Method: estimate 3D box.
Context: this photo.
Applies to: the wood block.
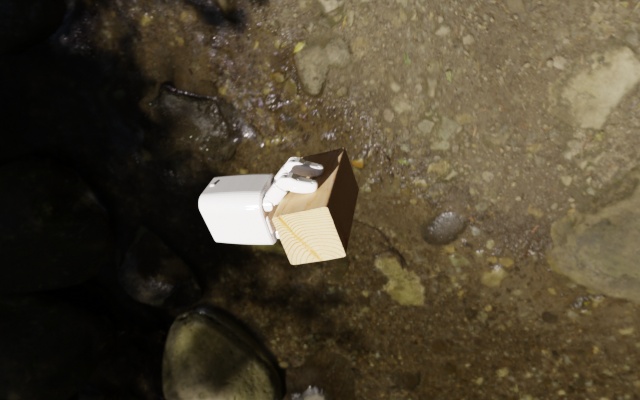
[{"bbox_3d":[0.000,0.003,0.783,0.090,0.091,0.206,-11,27,17],"label":"wood block"}]
